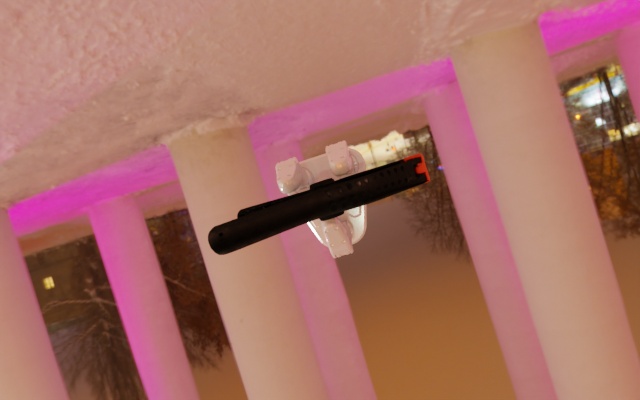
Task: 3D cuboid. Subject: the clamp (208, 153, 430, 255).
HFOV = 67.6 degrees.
[{"bbox_3d":[0.001,0.002,0.450,0.210,0.036,0.164,-17,6,7],"label":"clamp"}]
